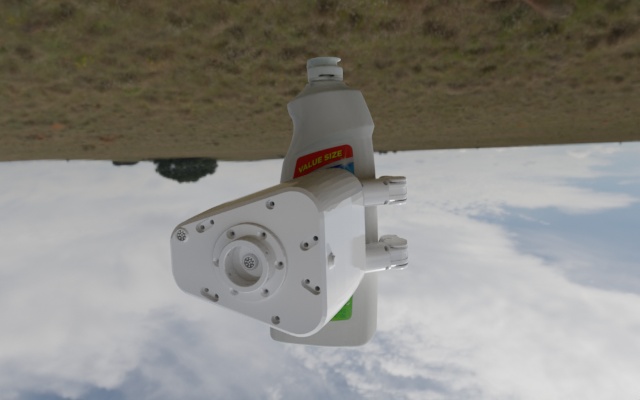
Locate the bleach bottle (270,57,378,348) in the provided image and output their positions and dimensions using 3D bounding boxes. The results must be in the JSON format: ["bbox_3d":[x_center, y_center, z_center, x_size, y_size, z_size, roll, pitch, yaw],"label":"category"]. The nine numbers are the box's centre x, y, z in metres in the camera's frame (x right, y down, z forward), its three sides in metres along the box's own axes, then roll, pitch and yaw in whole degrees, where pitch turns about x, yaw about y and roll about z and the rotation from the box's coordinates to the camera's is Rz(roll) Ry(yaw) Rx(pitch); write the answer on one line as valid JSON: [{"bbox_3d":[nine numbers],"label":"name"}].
[{"bbox_3d":[0.000,0.001,0.434,0.102,0.251,0.068,0,8,16],"label":"bleach bottle"}]
